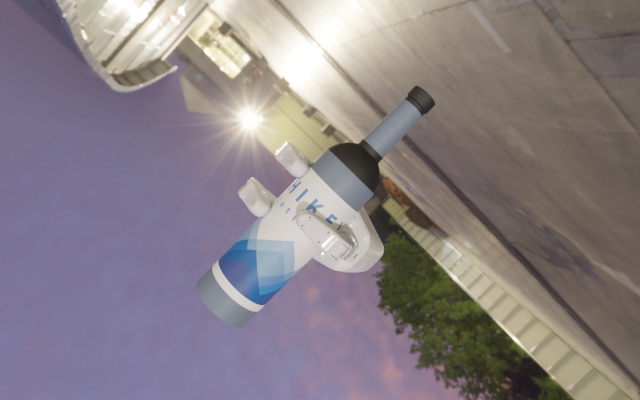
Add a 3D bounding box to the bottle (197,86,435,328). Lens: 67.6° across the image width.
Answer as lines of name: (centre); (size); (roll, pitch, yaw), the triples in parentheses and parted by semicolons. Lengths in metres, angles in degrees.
bottle: (0.000, 0.002, 0.479); (0.069, 0.296, 0.069); (44, 5, -5)
